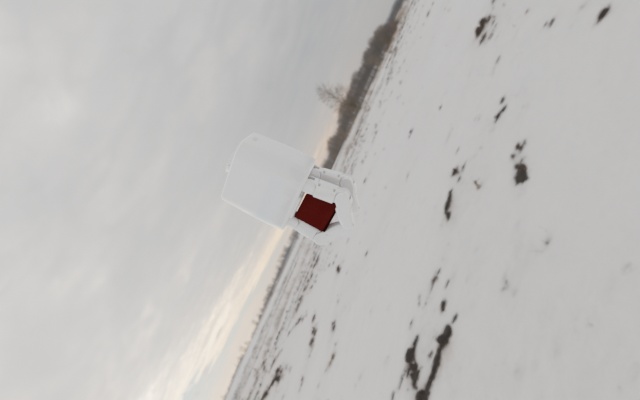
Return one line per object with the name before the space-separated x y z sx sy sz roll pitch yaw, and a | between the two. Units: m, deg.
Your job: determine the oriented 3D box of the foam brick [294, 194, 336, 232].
foam brick | 0.000 0.002 0.726 0.051 0.053 0.078 27 20 -2
